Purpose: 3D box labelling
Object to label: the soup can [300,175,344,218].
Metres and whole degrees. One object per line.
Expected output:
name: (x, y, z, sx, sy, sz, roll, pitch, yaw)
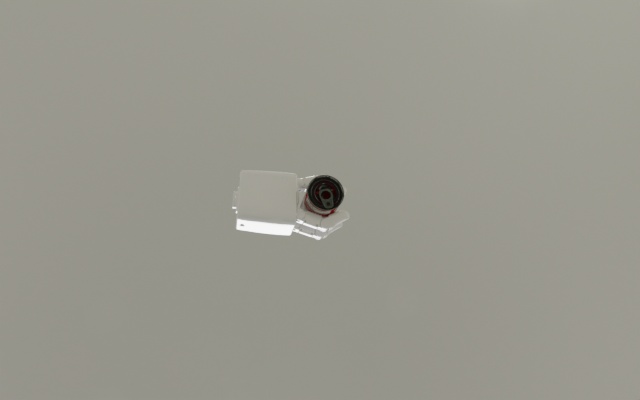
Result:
soup can: (0.001, 0.003, 0.896, 0.068, 0.068, 0.102, 0, -20, -11)
